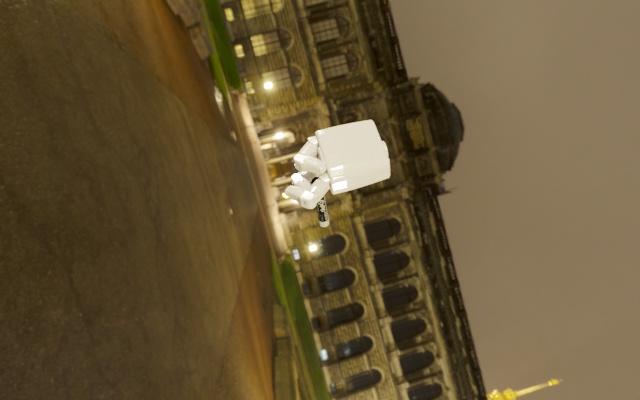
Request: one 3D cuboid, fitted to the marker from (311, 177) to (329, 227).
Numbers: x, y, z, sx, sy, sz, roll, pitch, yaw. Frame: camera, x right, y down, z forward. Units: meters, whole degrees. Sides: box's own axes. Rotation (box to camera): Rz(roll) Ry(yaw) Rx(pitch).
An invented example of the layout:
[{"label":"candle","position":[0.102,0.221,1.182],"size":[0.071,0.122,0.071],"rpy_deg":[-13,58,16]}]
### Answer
[{"label":"marker","position":[0.000,0.003,0.858],"size":[0.020,0.020,0.121],"rpy_deg":[0,-42,9]}]
